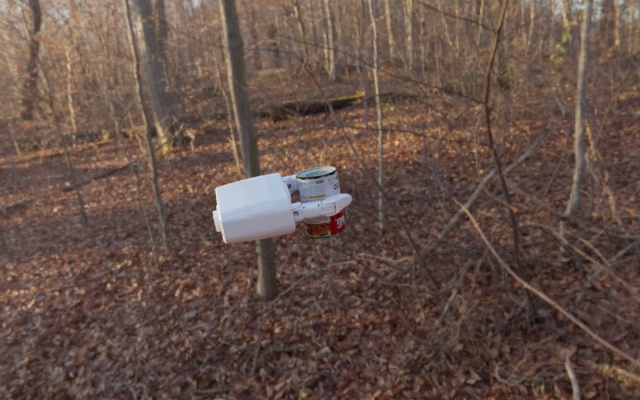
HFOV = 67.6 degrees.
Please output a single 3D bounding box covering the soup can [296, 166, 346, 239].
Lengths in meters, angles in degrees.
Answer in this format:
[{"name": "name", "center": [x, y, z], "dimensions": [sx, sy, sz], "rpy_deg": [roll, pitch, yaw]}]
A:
[{"name": "soup can", "center": [0.001, 0.002, 0.765], "dimensions": [0.068, 0.102, 0.068], "rpy_deg": [-8, 16, 2]}]
